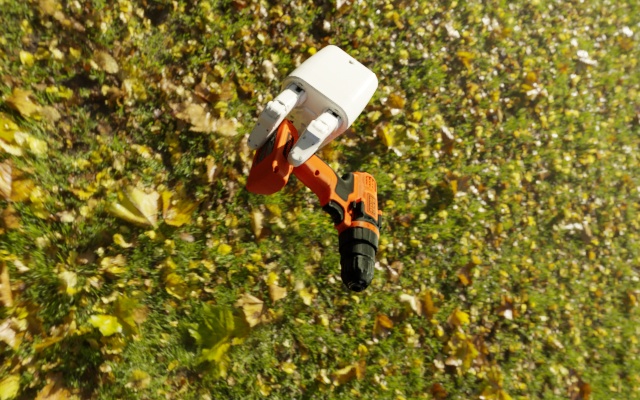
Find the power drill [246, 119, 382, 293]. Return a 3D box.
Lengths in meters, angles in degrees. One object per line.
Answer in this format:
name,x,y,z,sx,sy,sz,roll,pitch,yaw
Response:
power drill,0.000,0.001,0.587,0.057,0.184,0.188,-33,-56,32
